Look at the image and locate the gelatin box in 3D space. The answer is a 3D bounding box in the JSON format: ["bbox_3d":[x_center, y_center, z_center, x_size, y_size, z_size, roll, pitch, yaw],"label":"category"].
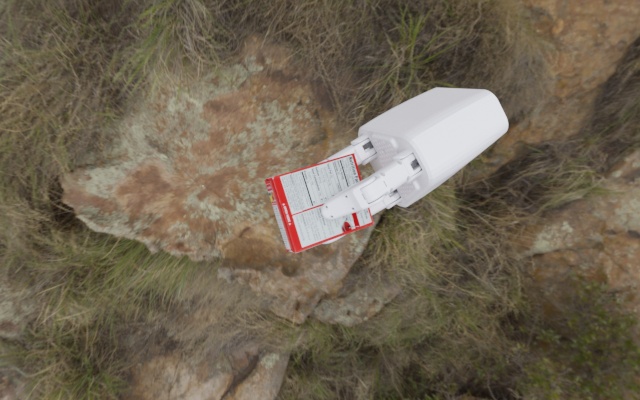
[{"bbox_3d":[0.000,0.002,0.458,0.089,0.073,0.030,-19,4,-21],"label":"gelatin box"}]
